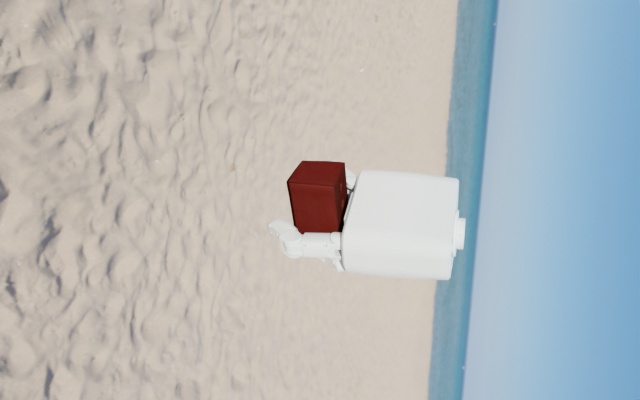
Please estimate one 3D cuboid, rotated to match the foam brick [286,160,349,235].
[{"bbox_3d":[0.000,0.001,0.518,0.051,0.078,0.053,3,33,17],"label":"foam brick"}]
